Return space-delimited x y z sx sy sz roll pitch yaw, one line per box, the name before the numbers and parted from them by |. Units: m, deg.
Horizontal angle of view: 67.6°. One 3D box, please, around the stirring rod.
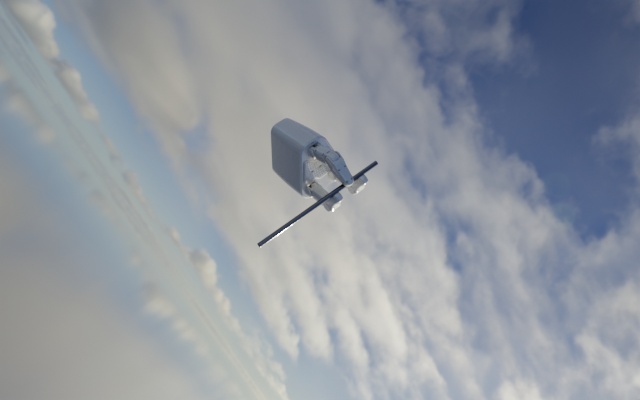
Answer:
stirring rod | 0.000 0.002 0.758 0.239 0.011 0.011 -35 13 -19
